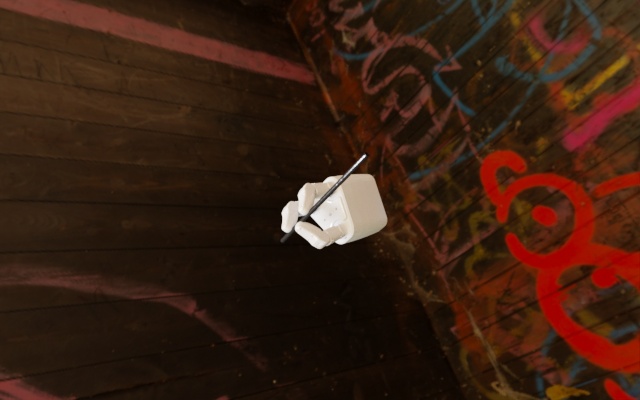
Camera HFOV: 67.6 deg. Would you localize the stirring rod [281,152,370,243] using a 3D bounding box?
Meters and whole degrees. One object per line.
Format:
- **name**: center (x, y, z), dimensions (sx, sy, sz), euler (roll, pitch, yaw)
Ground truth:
- **stirring rod**: center (0.000, 0.002, 0.742), dimensions (0.011, 0.011, 0.240), euler (0, -34, -41)
